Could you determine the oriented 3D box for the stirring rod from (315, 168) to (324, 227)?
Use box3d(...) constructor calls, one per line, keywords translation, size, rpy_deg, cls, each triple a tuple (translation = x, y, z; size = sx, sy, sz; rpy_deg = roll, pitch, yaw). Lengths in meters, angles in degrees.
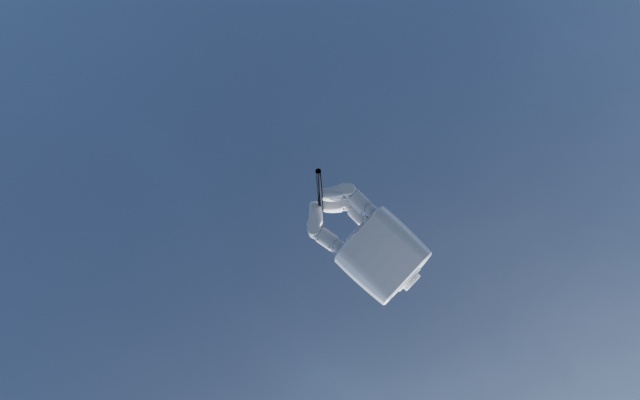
box3d(translation=(0.000, 0.003, 0.766), size=(0.011, 0.011, 0.240), rpy_deg=(0, -21, 2), cls="stirring rod")
